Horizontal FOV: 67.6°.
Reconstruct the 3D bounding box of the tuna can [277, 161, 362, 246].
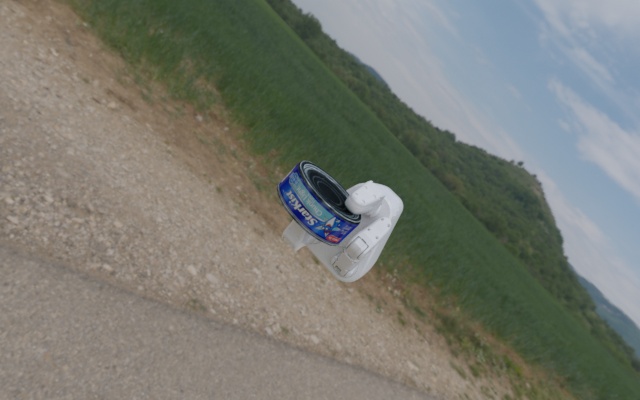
[{"bbox_3d":[0.000,0.001,0.470,0.034,0.086,0.086,-45,-17,18],"label":"tuna can"}]
